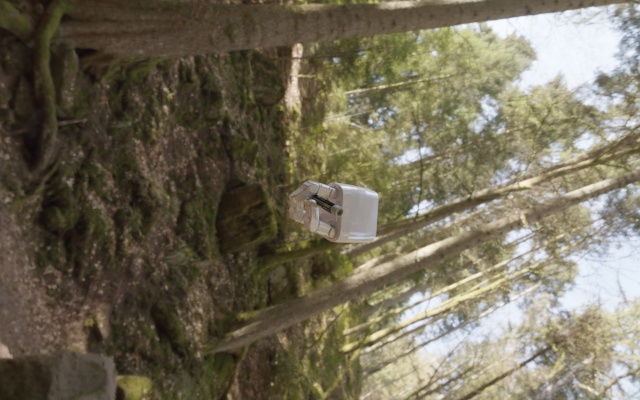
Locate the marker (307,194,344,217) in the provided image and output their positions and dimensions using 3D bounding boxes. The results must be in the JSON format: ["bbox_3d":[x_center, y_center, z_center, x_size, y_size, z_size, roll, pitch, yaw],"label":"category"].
[{"bbox_3d":[0.000,0.003,0.889,0.020,0.020,0.121,0,17,-36],"label":"marker"}]
